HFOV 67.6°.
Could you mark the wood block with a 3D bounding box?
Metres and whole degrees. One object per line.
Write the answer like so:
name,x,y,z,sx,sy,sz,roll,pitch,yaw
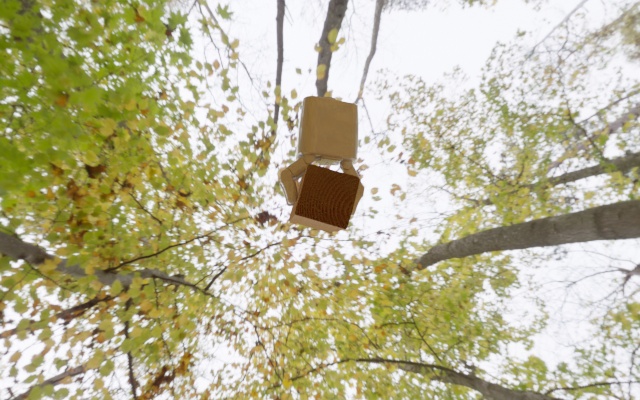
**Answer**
wood block,0.001,0.003,0.870,0.091,0.090,0.206,15,-7,-5
